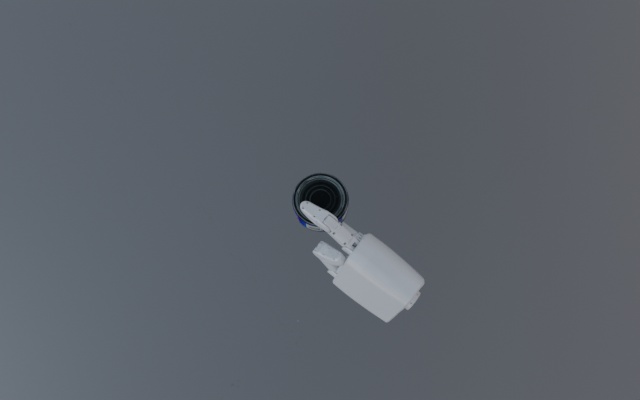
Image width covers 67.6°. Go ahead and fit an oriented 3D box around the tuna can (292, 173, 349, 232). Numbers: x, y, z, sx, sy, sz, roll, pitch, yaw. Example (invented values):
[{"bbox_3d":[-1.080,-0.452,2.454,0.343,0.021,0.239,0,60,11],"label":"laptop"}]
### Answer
[{"bbox_3d":[0.000,0.002,0.721,0.086,0.086,0.034,0,-17,2],"label":"tuna can"}]
